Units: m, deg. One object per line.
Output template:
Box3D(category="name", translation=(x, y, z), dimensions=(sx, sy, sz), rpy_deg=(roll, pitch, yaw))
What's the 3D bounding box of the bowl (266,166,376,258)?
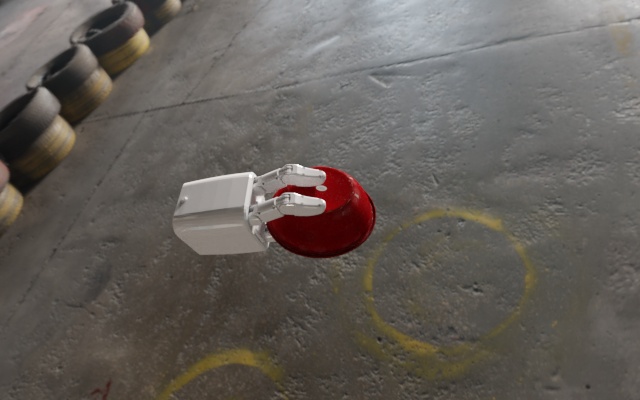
Box3D(category="bowl", translation=(0.001, 0.002, 0.679), dimensions=(0.162, 0.162, 0.055), rpy_deg=(0, -43, 1))
